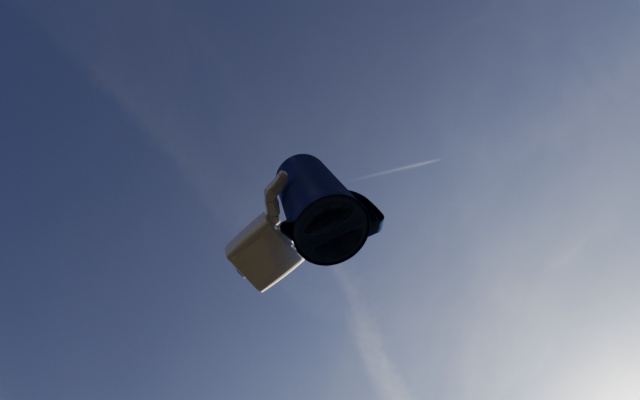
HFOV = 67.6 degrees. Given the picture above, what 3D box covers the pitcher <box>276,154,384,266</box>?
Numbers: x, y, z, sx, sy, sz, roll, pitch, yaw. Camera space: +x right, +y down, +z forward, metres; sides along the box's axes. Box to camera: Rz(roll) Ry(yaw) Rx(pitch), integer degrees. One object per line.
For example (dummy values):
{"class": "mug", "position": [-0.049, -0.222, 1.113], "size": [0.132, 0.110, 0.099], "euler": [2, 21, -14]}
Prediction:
{"class": "pitcher", "position": [0.000, 0.003, 0.881], "size": [0.149, 0.145, 0.242], "euler": [45, 7, -29]}
